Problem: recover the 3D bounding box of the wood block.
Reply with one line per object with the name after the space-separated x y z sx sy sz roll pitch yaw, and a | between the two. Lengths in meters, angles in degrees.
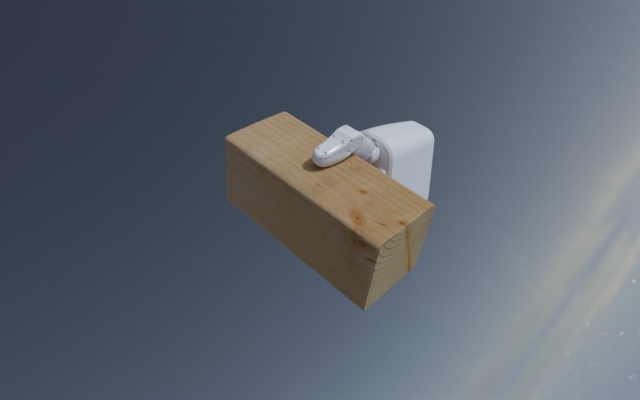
0.000 0.001 0.496 0.206 0.091 0.090 35 47 28 | wood block
